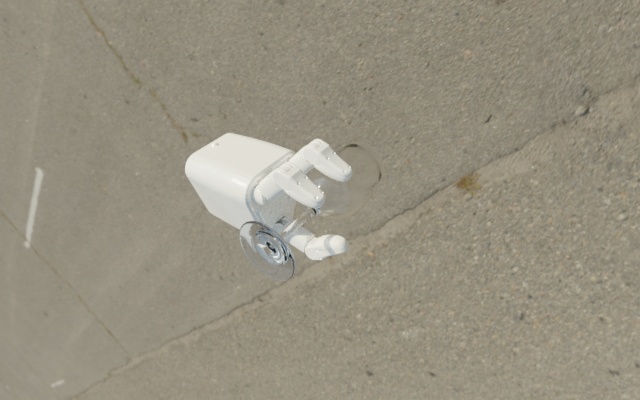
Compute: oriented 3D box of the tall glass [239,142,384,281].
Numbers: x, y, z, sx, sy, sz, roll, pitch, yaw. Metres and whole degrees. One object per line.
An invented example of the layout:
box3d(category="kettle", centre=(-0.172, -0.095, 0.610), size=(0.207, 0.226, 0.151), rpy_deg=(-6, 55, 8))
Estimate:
box3d(category="tall glass", centre=(0.000, 0.002, 0.555), size=(0.079, 0.079, 0.201), rpy_deg=(0, 31, 42))
